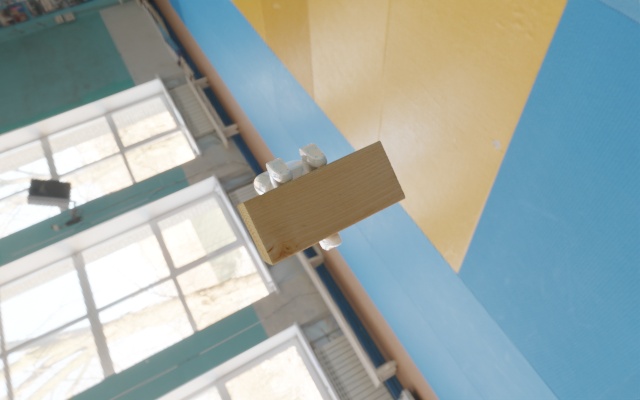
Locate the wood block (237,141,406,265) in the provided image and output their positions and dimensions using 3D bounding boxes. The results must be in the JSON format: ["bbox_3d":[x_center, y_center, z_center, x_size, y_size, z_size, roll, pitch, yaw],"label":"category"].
[{"bbox_3d":[0.000,0.003,0.670,0.206,0.091,0.090,-26,4,-15],"label":"wood block"}]
